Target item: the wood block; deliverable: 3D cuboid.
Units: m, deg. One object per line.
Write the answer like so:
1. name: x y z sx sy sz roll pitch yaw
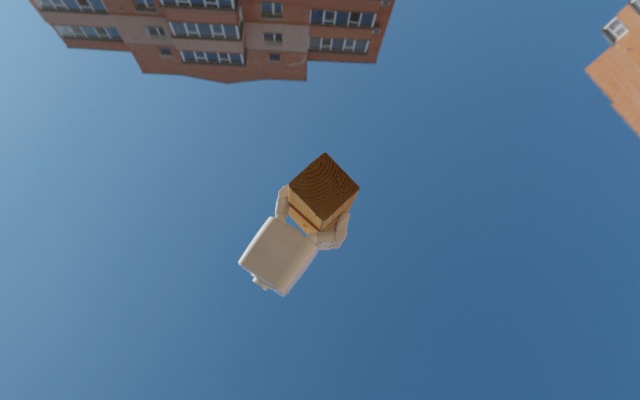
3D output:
1. wood block: 0.000 0.003 0.896 0.090 0.091 0.206 -42 -9 -13
